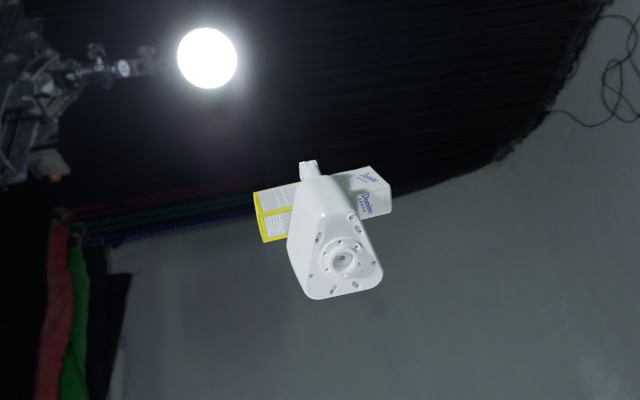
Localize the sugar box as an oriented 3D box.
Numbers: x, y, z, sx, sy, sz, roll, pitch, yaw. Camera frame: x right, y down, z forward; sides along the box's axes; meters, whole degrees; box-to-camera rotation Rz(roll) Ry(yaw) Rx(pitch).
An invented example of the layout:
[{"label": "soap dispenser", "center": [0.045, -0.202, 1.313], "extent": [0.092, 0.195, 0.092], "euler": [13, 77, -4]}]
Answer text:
[{"label": "sugar box", "center": [0.000, 0.003, 0.653], "extent": [0.176, 0.048, 0.093], "euler": [-10, 23, -8]}]
